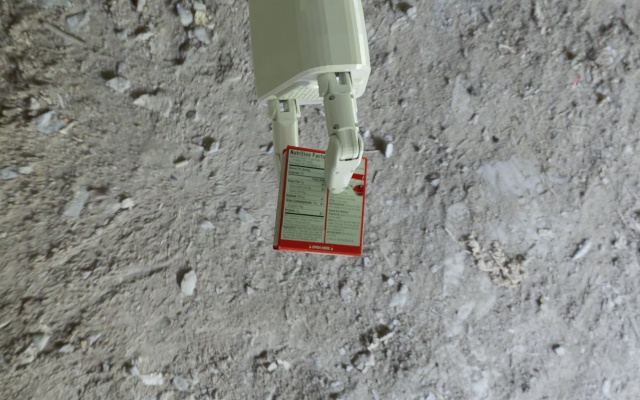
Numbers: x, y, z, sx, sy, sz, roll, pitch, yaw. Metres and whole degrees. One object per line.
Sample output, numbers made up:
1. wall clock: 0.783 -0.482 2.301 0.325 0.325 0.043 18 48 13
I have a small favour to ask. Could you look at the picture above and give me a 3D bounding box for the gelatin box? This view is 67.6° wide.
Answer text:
1. gelatin box: 0.000 0.002 0.413 0.073 0.089 0.030 6 -8 -15
